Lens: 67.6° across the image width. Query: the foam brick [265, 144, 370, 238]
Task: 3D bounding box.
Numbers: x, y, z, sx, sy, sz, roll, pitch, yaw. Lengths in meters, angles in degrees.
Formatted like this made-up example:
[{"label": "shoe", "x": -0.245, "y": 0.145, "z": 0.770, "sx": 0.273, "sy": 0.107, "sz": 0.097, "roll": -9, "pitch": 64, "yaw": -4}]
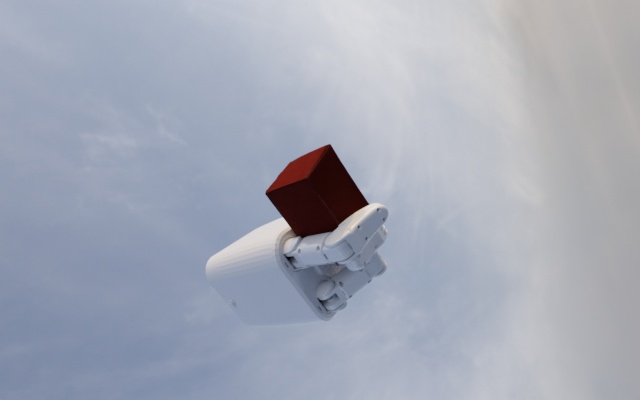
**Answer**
[{"label": "foam brick", "x": 0.000, "y": 0.001, "z": 0.421, "sx": 0.051, "sy": 0.078, "sz": 0.053, "roll": -16, "pitch": 28, "yaw": 39}]
